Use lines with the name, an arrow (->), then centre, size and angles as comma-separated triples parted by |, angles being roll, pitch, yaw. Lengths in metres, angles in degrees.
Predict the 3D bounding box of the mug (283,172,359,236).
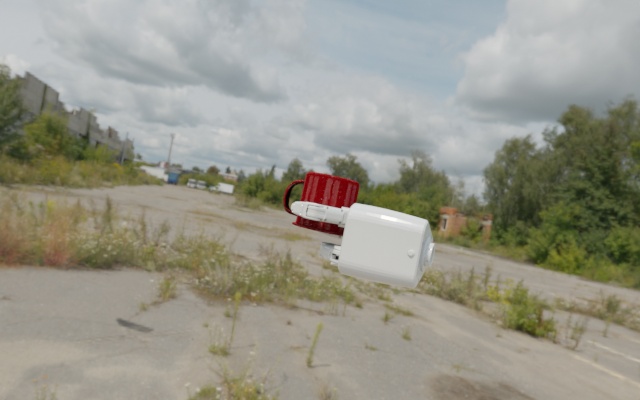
mug -> -0.001, 0.002, 0.713 | 0.117, 0.081, 0.093 | 12, 0, 20
